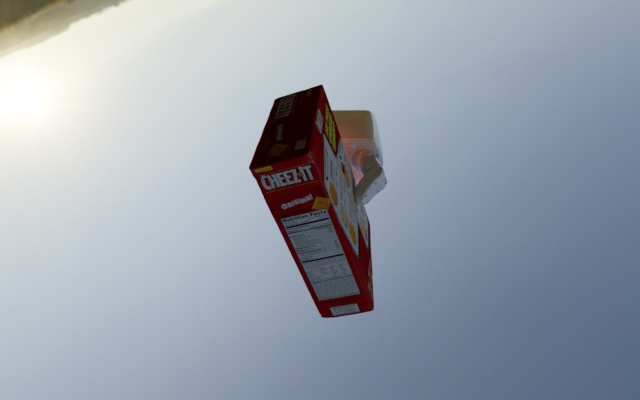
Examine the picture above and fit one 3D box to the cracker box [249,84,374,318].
[{"bbox_3d":[0.000,0.002,0.548,0.072,0.214,0.164,-14,32,14],"label":"cracker box"}]
